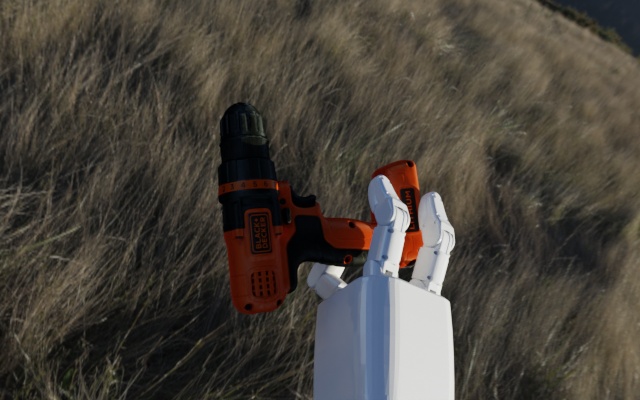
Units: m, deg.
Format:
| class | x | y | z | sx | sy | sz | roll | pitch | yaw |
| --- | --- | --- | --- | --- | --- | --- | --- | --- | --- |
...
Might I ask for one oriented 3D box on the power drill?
| class | x | y | z | sx | sy | sz | roll | pitch | yaw |
| --- | --- | --- | --- | --- | --- | --- | --- | --- | --- |
| power drill | 0.001 | 0.002 | 0.443 | 0.187 | 0.184 | 0.057 | -3 | -6 | -21 |
